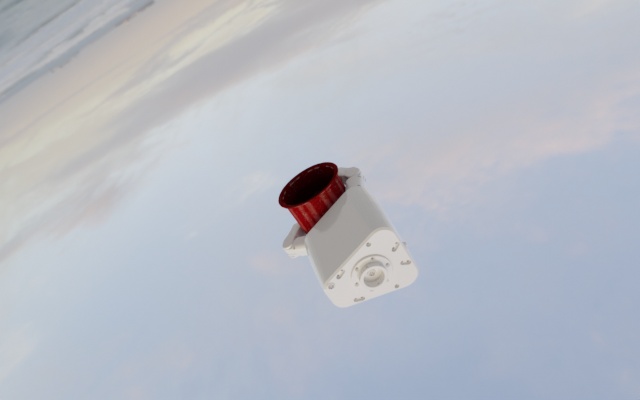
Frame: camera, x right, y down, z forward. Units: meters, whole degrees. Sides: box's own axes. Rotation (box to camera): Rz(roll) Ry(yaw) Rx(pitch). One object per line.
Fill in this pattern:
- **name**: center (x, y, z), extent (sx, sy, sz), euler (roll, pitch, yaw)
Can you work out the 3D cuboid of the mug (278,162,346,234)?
- **mug**: center (0.000, 0.002, 0.668), extent (0.093, 0.081, 0.117), euler (-32, 28, 4)
